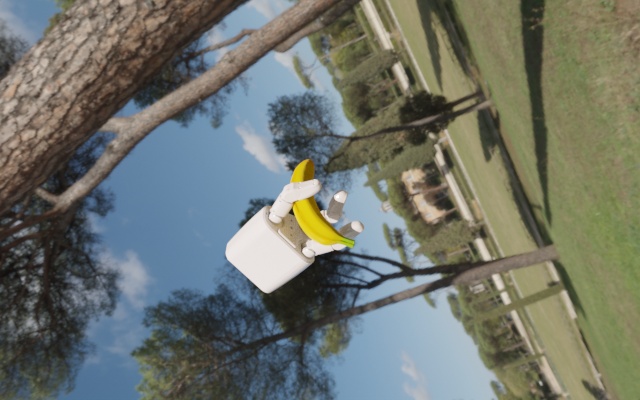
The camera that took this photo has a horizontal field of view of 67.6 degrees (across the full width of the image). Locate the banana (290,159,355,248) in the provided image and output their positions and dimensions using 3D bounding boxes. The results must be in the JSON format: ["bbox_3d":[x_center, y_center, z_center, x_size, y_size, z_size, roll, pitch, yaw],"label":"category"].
[{"bbox_3d":[-0.014,0.004,0.758,0.069,0.197,0.037,4,-46,-33],"label":"banana"}]
